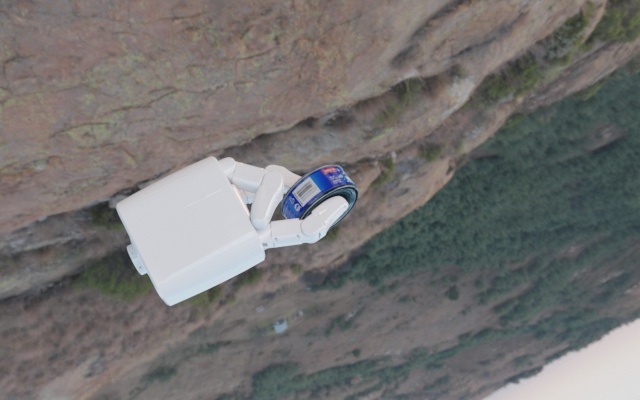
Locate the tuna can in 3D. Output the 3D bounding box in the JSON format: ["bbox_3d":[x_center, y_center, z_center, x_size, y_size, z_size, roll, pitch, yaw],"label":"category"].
[{"bbox_3d":[0.000,0.002,0.533,0.086,0.033,0.086,-30,-27,-17],"label":"tuna can"}]
